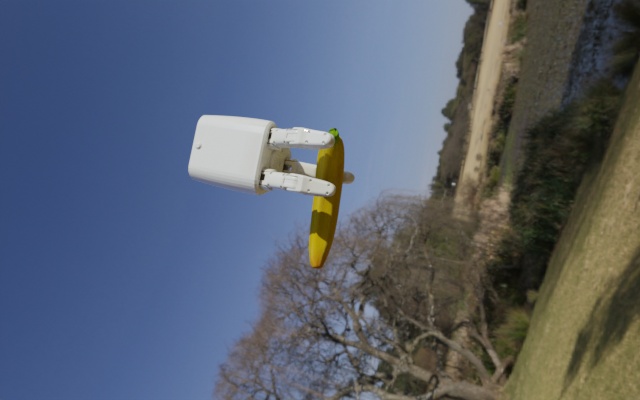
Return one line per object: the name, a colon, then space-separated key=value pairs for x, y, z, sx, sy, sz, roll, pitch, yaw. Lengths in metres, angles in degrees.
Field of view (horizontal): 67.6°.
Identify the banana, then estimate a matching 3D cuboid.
banana: x=0.006 y=-0.007 z=0.642 sx=0.037 sy=0.198 sz=0.069 roll=11 pitch=23 yaw=15
